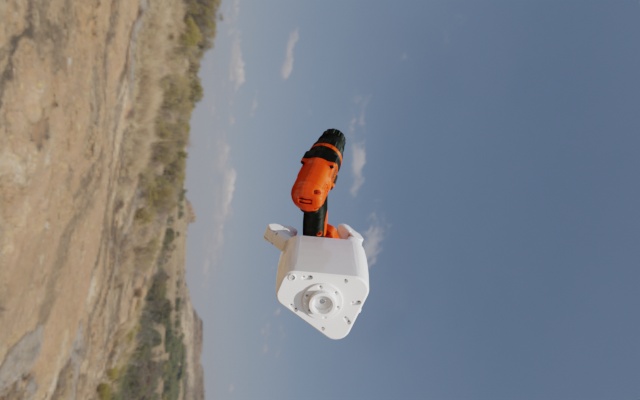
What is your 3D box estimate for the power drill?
[{"bbox_3d":[0.000,0.003,0.729,0.057,0.188,0.184,9,37,13],"label":"power drill"}]
